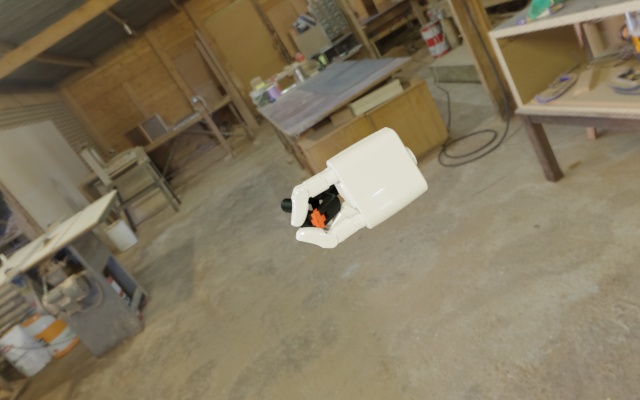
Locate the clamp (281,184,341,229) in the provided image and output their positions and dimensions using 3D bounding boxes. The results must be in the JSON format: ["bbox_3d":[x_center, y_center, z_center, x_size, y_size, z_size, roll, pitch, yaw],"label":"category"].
[{"bbox_3d":[0.000,0.002,0.774,0.120,0.039,0.171,-32,19,-4],"label":"clamp"}]
